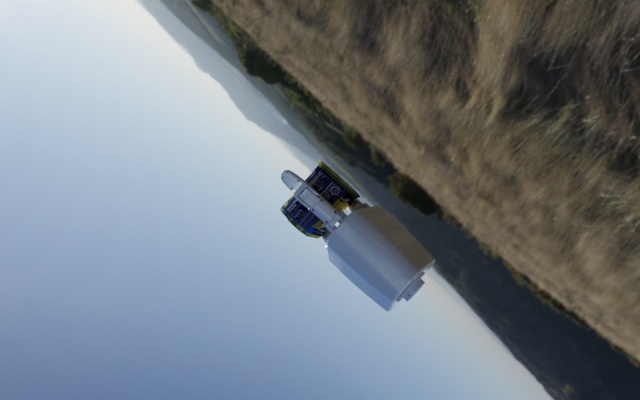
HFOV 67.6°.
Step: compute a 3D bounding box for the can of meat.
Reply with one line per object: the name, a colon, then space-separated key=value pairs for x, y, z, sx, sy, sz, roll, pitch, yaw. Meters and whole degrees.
can of meat: x=0.000 y=0.002 z=0.631 sx=0.057 sy=0.084 sz=0.102 roll=42 pitch=3 yaw=14
